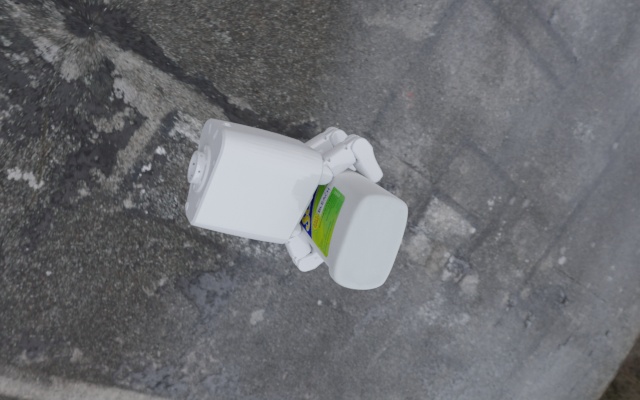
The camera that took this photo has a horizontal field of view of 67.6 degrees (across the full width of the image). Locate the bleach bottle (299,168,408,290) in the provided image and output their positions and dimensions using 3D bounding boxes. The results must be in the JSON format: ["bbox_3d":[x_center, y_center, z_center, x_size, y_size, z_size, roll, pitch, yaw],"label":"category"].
[{"bbox_3d":[0.000,0.002,0.561,0.068,0.102,0.250,12,13,-28],"label":"bleach bottle"}]
